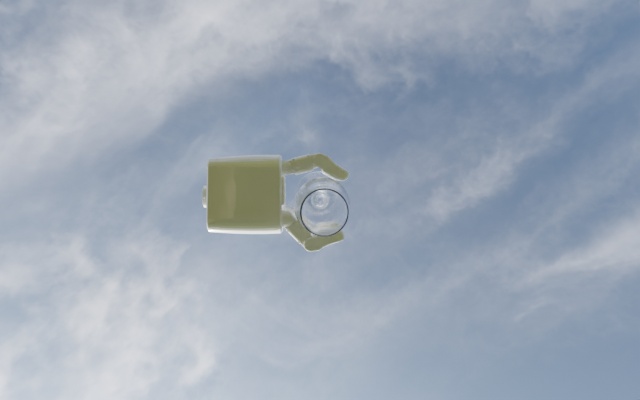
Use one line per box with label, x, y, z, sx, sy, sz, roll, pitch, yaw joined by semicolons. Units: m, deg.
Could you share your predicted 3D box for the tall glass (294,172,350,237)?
tall glass;0.000;0.002;0.695;0.079;0.079;0.201;0;8;-3
